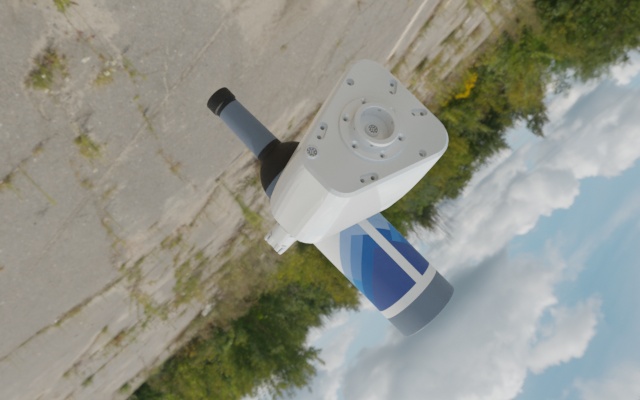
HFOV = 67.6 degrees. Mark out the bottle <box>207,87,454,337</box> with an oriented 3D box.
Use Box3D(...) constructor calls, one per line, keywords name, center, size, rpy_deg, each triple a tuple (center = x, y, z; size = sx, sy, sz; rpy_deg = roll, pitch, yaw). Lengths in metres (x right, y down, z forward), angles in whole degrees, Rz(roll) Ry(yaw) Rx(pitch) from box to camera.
Box3D(name="bottle", center=(0.000, 0.002, 0.465), size=(0.069, 0.295, 0.069), rpy_deg=(-44, -4, -4))
